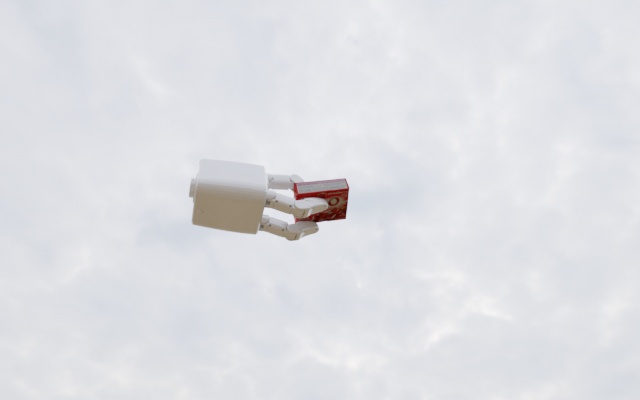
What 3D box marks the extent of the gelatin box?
[{"bbox_3d":[0.000,0.002,0.787,0.089,0.073,0.030,-6,46,-9],"label":"gelatin box"}]
